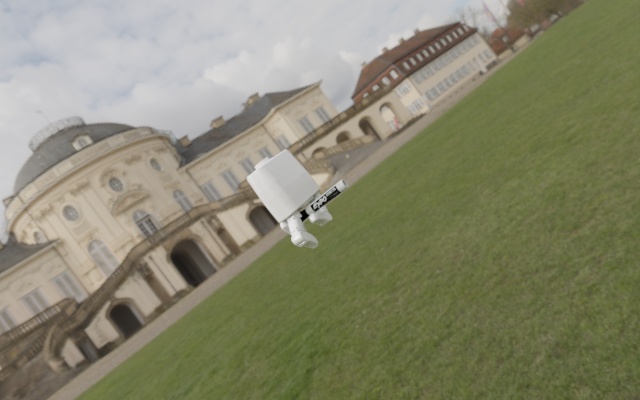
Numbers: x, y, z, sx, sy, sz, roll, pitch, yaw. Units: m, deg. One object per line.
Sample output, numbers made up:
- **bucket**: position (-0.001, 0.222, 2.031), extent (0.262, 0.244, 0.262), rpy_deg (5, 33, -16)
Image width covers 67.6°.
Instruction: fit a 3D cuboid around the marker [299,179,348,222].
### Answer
- **marker**: position (0.000, 0.003, 0.885), extent (0.121, 0.020, 0.020), rpy_deg (-37, -16, 22)
